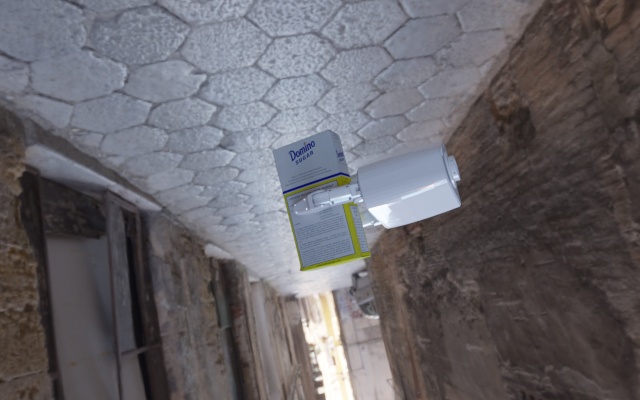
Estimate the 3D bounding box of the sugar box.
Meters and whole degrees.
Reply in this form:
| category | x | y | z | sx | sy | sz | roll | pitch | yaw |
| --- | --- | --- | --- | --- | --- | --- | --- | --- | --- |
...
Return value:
| category | x | y | z | sx | sy | sz | roll | pitch | yaw |
| --- | --- | --- | --- | --- | --- | --- | --- | --- | --- |
| sugar box | 0.000 | 0.002 | 0.653 | 0.093 | 0.176 | 0.048 | -17 | -12 | 22 |
